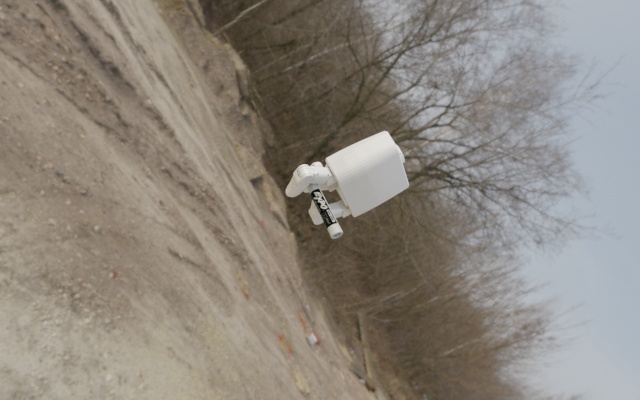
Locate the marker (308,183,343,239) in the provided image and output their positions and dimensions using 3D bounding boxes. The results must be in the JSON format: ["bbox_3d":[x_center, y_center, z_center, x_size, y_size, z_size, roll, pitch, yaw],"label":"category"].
[{"bbox_3d":[0.000,0.002,0.717,0.020,0.121,0.020,-21,-27,-11],"label":"marker"}]
